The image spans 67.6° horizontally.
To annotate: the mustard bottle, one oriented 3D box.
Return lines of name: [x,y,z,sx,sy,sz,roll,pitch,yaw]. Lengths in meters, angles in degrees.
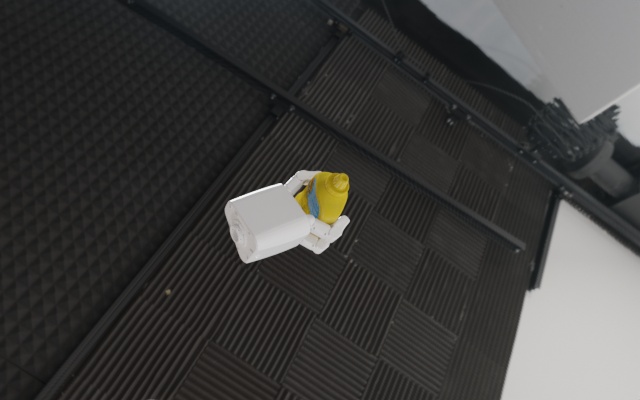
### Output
mustard bottle: [0.000,0.003,0.870,0.058,0.096,0.192,6,-28,-23]
